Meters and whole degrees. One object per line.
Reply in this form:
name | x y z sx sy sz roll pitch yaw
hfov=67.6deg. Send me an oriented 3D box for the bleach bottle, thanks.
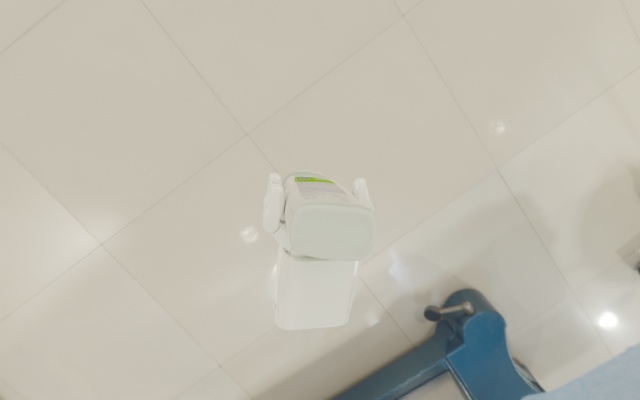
bleach bottle | 0.000 0.002 0.650 0.102 0.068 0.250 6 15 -8
